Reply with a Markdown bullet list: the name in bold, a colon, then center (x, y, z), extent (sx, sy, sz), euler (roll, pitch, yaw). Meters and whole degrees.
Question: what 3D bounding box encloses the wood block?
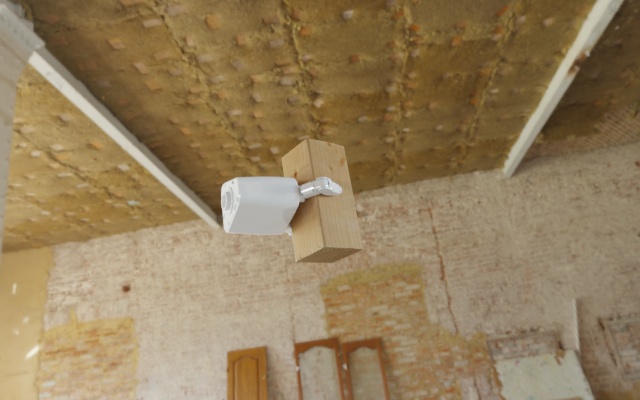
- **wood block**: center (0.000, 0.003, 0.876), extent (0.090, 0.206, 0.091), euler (7, -26, -38)
